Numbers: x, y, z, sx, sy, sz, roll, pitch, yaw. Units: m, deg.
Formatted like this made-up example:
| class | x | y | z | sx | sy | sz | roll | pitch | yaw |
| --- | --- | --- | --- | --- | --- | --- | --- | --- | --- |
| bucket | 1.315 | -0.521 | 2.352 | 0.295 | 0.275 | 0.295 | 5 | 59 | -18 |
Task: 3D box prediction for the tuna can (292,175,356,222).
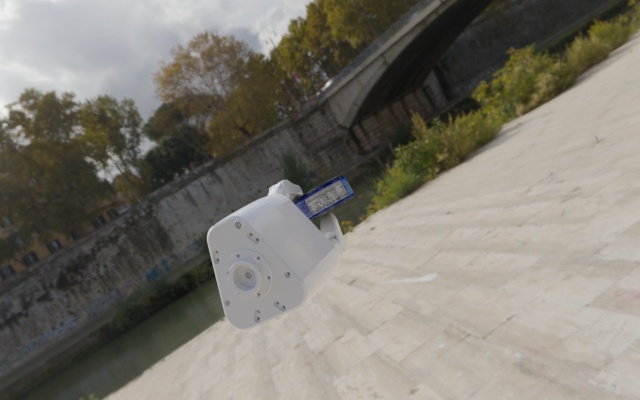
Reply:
| class | x | y | z | sx | sy | sz | roll | pitch | yaw |
| --- | --- | --- | --- | --- | --- | --- | --- | --- | --- |
| tuna can | 0.000 | 0.001 | 0.606 | 0.086 | 0.034 | 0.086 | -30 | -2 | -1 |
